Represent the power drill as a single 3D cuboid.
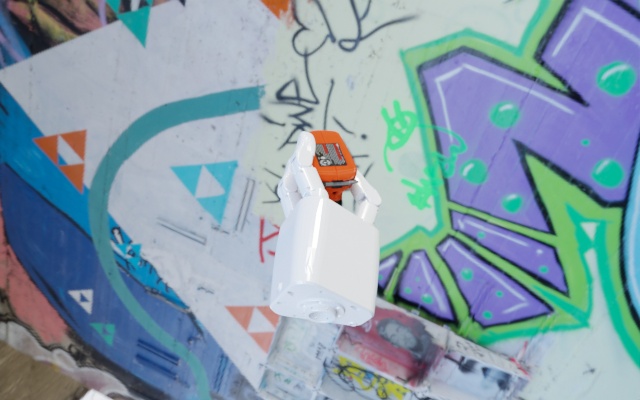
[{"bbox_3d":[0.000,0.002,0.656,0.057,0.188,0.184,-7,39,-13],"label":"power drill"}]
